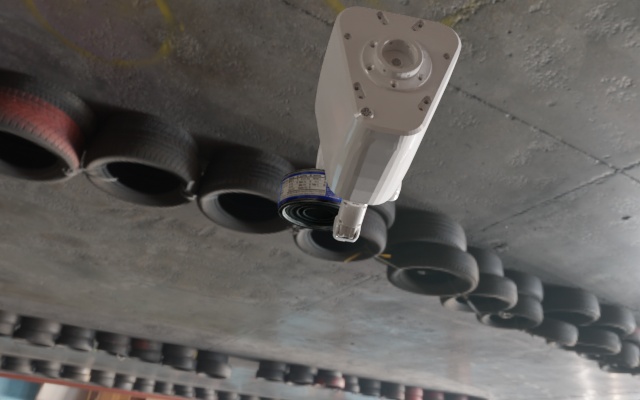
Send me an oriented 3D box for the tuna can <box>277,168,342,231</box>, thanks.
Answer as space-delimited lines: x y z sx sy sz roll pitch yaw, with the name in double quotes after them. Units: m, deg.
0.000 0.002 0.483 0.086 0.033 0.086 6 -22 2 "tuna can"
